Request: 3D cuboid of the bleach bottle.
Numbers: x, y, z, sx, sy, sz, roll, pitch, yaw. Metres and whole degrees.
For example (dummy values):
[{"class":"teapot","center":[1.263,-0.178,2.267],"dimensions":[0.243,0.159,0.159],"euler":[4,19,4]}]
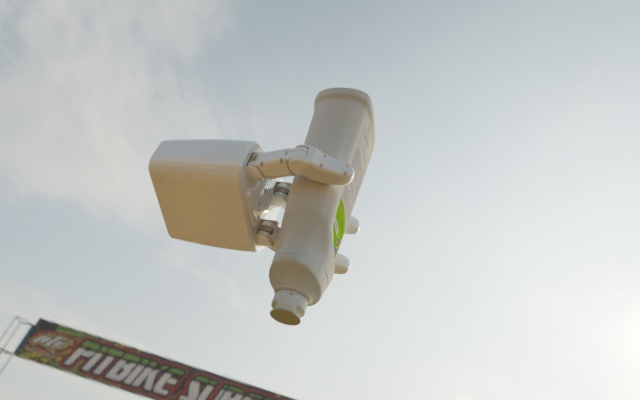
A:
[{"class":"bleach bottle","center":[0.000,0.002,0.480],"dimensions":[0.068,0.250,0.103],"euler":[5,-40,17]}]
